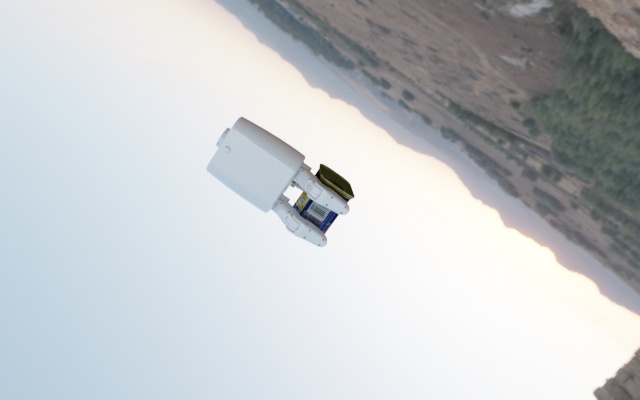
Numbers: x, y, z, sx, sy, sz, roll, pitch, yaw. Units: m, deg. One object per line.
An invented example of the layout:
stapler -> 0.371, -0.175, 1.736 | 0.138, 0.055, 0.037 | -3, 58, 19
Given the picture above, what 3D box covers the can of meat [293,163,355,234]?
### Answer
can of meat -> 0.000, 0.003, 0.694 | 0.057, 0.084, 0.102 | 34, 13, -11
